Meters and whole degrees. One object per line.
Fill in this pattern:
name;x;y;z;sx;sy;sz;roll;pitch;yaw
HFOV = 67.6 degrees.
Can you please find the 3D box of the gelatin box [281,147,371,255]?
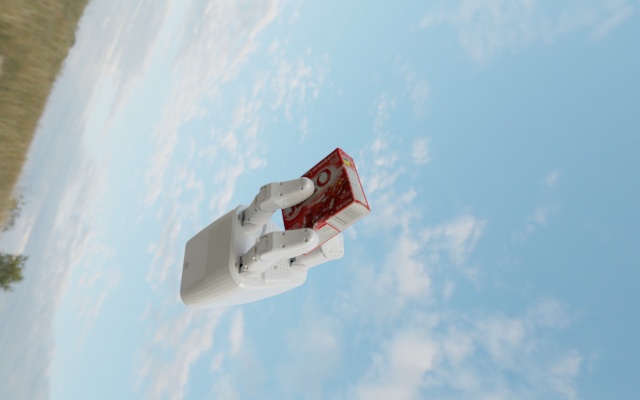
gelatin box;0.001;0.002;0.479;0.089;0.073;0.030;-36;-44;24
